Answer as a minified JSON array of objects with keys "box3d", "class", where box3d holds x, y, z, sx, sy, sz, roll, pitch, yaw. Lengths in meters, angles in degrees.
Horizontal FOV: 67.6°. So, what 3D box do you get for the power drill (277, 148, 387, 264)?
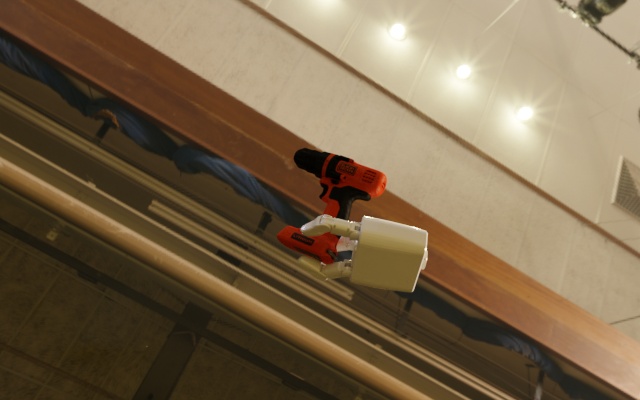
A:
[{"box3d":[0.000,0.003,0.835,0.184,0.187,0.057,20,-15,27],"class":"power drill"}]
